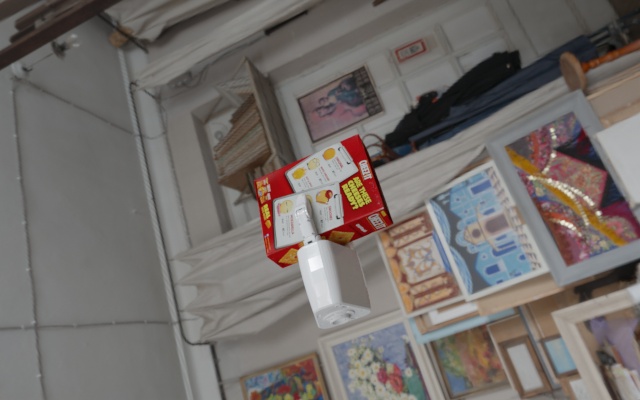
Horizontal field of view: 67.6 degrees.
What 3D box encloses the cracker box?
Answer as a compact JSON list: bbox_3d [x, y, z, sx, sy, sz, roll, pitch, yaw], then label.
[{"bbox_3d":[0.000,0.003,0.836,0.214,0.164,0.072,-23,-34,12],"label":"cracker box"}]
